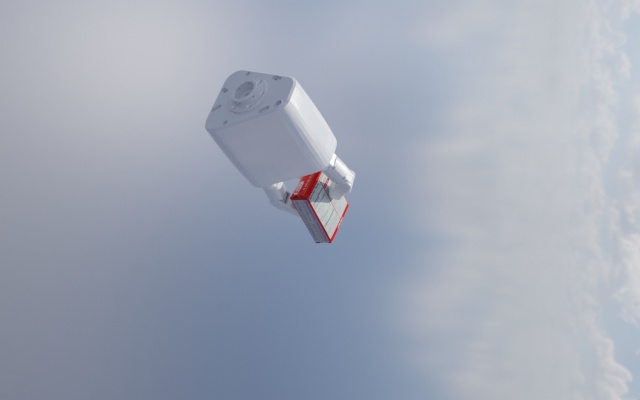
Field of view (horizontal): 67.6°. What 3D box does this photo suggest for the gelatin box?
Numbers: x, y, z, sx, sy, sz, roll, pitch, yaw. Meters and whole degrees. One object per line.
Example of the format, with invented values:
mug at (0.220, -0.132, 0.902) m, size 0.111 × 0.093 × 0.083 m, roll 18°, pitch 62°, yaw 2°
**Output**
gelatin box at (0.001, 0.002, 0.644) m, size 0.030 × 0.089 × 0.073 m, roll -2°, pitch 44°, yaw 32°
